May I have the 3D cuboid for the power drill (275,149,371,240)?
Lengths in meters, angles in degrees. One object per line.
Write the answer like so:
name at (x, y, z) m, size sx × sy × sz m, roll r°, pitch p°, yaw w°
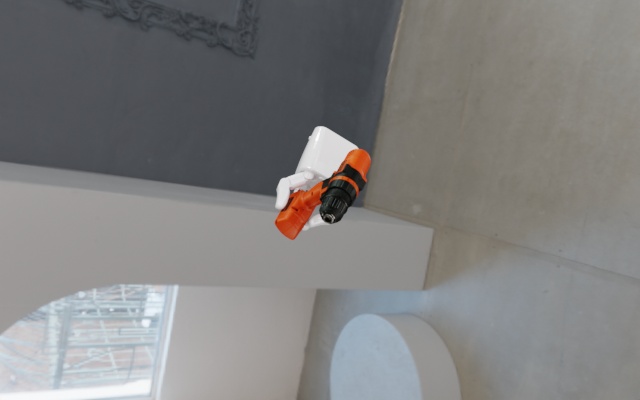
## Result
power drill at (0.000, 0.003, 0.853) m, size 0.188 × 0.057 × 0.184 m, roll -31°, pitch 18°, yaw 40°
